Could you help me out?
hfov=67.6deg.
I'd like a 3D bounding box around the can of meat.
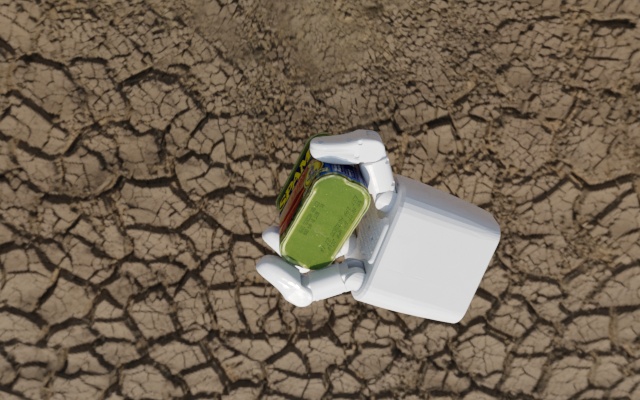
[{"bbox_3d":[0.000,0.001,0.436,0.057,0.102,0.084,22,26,-17],"label":"can of meat"}]
